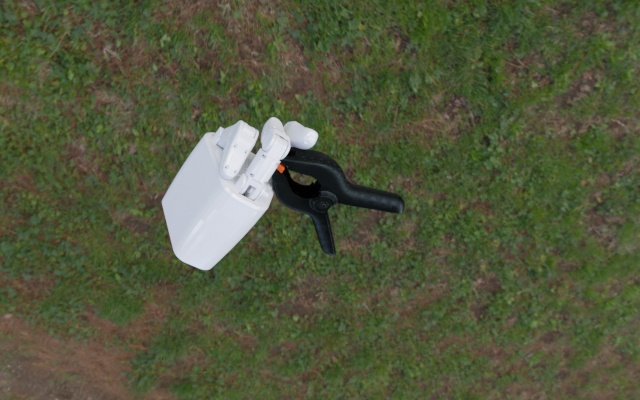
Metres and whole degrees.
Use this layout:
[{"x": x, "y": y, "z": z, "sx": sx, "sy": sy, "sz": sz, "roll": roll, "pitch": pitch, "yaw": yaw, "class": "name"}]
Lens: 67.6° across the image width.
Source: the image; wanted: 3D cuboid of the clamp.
[{"x": 0.000, "y": 0.002, "z": 0.548, "sx": 0.171, "sy": 0.120, "sz": 0.039, "roll": 31, "pitch": 26, "yaw": -26, "class": "clamp"}]
